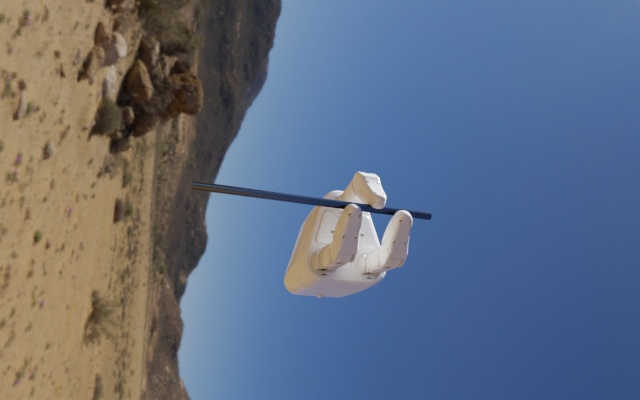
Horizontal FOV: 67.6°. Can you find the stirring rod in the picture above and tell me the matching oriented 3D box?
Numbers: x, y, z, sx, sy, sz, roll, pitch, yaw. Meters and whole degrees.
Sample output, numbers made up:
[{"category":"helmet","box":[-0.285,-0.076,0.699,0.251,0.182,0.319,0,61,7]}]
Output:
[{"category":"stirring rod","box":[0.000,0.002,0.461,0.239,0.011,0.011,8,-2,-18]}]
